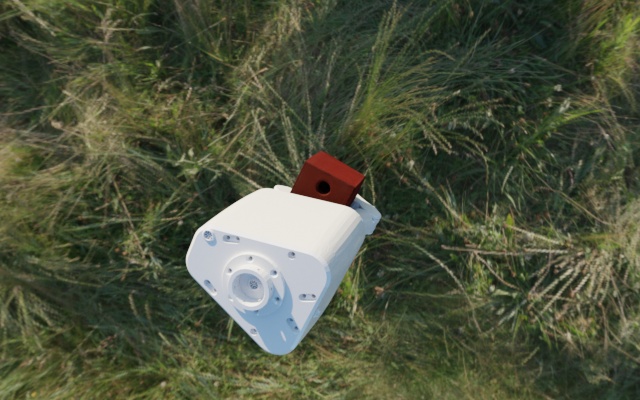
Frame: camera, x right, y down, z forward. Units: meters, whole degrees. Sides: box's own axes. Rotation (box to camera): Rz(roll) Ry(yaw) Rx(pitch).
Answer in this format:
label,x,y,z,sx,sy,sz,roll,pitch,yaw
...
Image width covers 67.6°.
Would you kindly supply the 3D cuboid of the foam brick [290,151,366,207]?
label,x,y,z,sx,sy,sz,roll,pitch,yaw
foam brick,0.000,0.001,0.457,0.053,0.078,0.051,29,20,8
